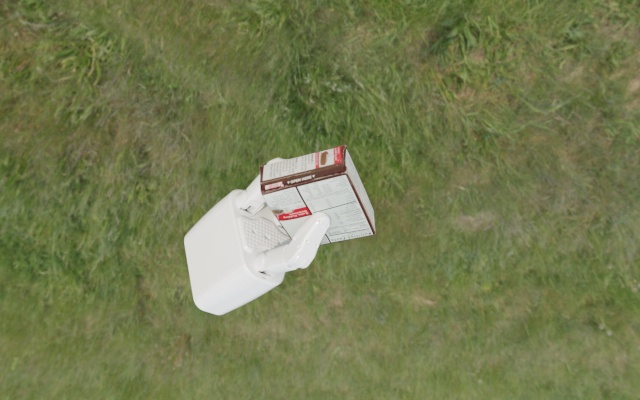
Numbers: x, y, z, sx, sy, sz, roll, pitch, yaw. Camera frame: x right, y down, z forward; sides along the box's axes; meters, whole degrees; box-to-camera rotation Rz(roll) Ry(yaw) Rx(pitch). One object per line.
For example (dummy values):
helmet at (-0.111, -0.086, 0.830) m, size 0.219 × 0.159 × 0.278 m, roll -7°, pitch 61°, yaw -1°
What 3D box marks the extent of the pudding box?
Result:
pudding box at (0.000, 0.002, 0.487) m, size 0.090 × 0.039 × 0.114 m, roll -13°, pitch -38°, yaw 13°
